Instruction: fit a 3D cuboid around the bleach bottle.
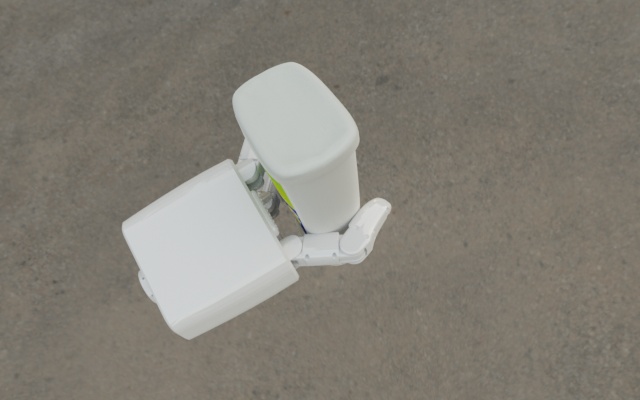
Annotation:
[{"bbox_3d":[0.000,0.001,0.428,0.068,0.102,0.251,-30,-31,-7],"label":"bleach bottle"}]
